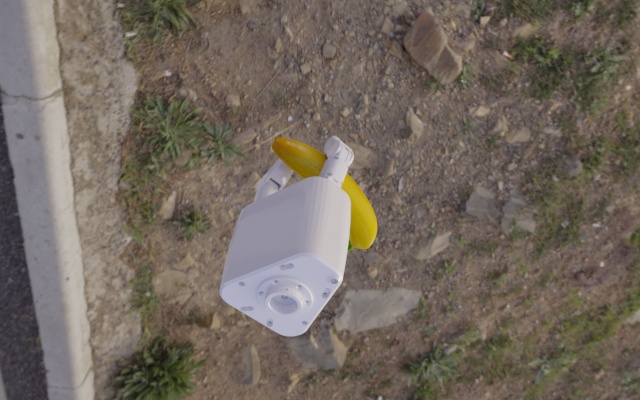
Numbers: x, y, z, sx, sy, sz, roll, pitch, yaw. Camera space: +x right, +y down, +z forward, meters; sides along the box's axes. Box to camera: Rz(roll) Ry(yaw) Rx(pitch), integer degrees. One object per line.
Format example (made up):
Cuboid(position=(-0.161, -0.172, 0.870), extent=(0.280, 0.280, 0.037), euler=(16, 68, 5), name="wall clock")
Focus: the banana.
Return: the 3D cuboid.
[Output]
Cuboid(position=(0.018, 0.000, 0.544), extent=(0.069, 0.037, 0.198), euler=(-13, -49, 25), name="banana")
